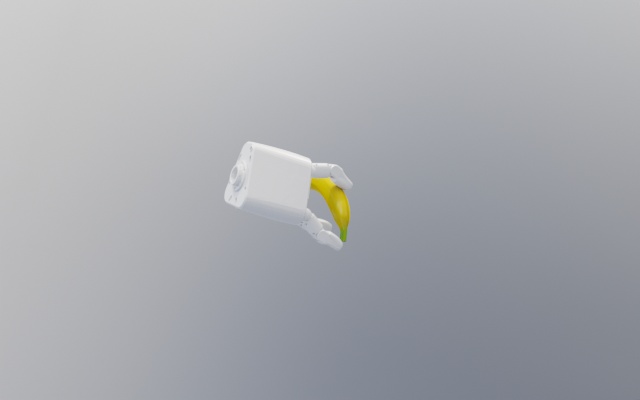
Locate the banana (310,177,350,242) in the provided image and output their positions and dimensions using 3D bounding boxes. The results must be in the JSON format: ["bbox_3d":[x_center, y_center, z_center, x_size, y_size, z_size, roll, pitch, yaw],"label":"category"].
[{"bbox_3d":[0.010,-0.010,0.869,0.037,0.070,0.197,14,27,-31],"label":"banana"}]
